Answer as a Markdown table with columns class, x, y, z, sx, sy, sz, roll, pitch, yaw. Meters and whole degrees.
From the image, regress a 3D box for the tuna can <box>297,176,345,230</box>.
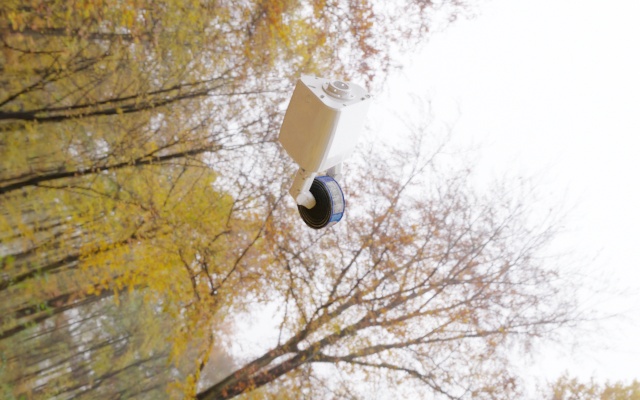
| class | x | y | z | sx | sy | sz | roll | pitch | yaw |
| --- | --- | --- | --- | --- | --- | --- | --- | --- | --- |
| tuna can | 0.001 | 0.003 | 0.779 | 0.034 | 0.086 | 0.086 | -11 | 7 | -41 |
